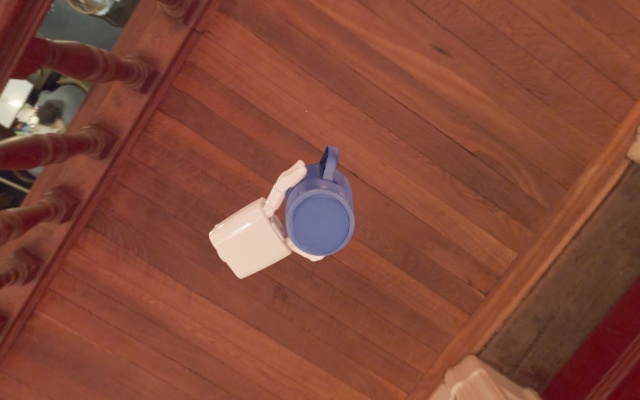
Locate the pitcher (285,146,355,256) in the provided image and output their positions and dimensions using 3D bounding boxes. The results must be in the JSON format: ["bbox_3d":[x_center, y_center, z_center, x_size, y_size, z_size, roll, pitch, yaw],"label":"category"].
[{"bbox_3d":[0.000,0.003,0.842,0.145,0.149,0.242,-29,10,4],"label":"pitcher"}]
